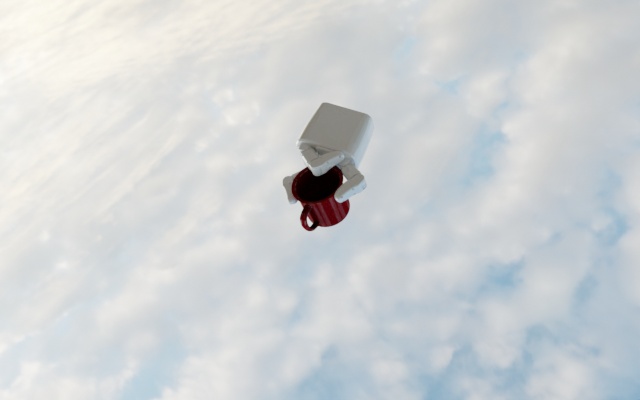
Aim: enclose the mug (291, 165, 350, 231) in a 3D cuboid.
[{"bbox_3d":[0.000,0.004,0.838,0.093,0.117,0.082,11,-33,28],"label":"mug"}]
